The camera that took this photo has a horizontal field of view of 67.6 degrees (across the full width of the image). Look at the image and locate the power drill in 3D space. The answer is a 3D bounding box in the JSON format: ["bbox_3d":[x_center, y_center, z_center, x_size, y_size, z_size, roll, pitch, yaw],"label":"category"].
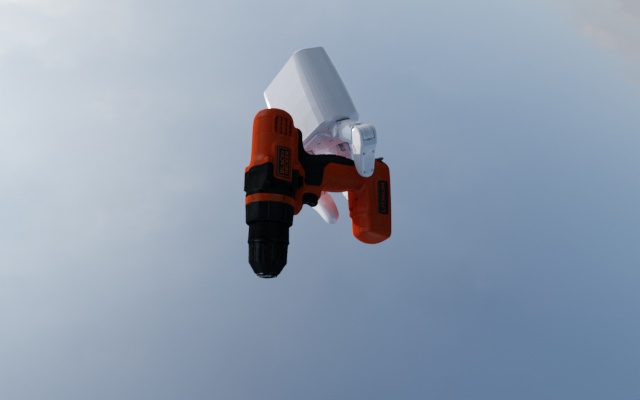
[{"bbox_3d":[0.000,0.002,0.546,0.188,0.184,0.057,13,-19,-38],"label":"power drill"}]
